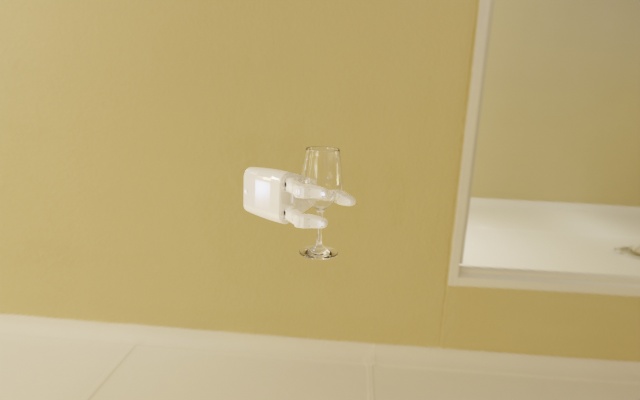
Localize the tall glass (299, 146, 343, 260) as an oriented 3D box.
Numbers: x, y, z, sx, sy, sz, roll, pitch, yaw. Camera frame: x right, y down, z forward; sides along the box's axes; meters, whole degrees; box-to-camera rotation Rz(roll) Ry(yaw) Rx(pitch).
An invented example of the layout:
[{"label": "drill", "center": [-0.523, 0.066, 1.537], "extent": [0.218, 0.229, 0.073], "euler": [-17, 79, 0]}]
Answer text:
[{"label": "tall glass", "center": [0.000, 0.004, 0.886], "extent": [0.079, 0.201, 0.079], "euler": [3, 14, -1]}]
